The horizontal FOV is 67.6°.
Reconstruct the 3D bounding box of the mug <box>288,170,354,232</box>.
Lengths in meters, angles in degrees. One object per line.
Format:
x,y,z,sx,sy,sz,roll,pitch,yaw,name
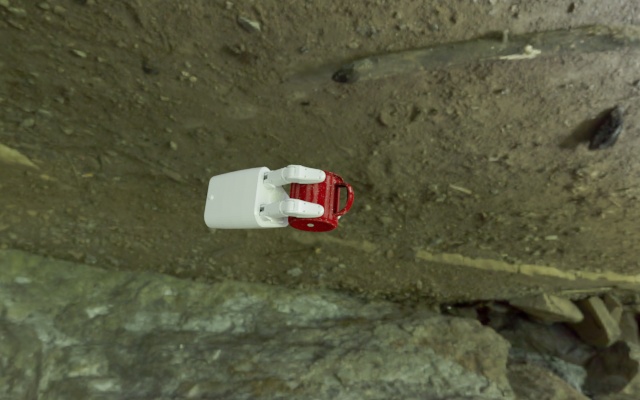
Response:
0.001,0.003,0.778,0.117,0.081,0.093,-6,-20,28,mug
